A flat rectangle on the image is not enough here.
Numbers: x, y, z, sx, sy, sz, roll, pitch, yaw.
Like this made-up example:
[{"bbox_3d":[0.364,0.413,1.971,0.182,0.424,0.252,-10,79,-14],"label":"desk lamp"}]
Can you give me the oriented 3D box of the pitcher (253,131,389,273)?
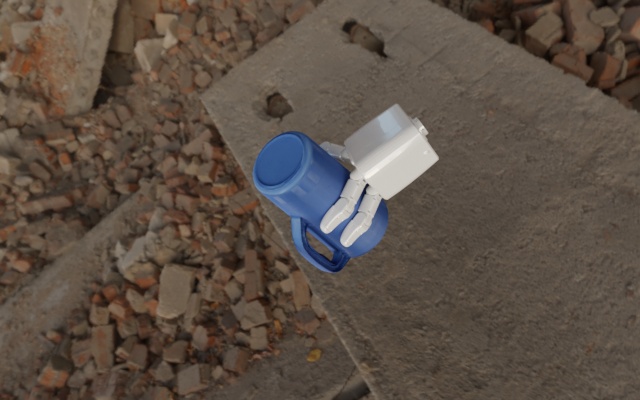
[{"bbox_3d":[0.000,0.002,0.776,0.145,0.149,0.243,-37,-41,13],"label":"pitcher"}]
